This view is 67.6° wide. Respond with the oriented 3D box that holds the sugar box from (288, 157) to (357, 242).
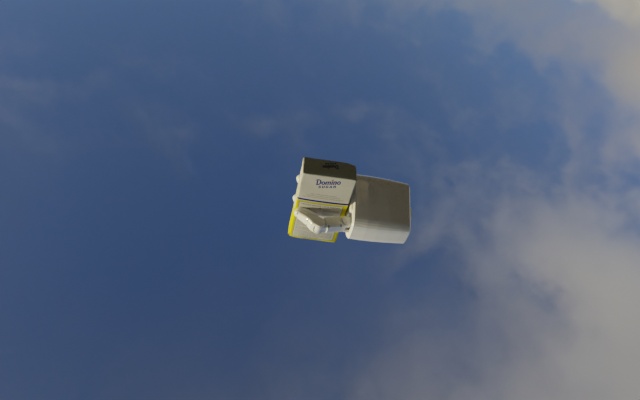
[{"bbox_3d":[0.000,0.002,0.851,0.093,0.048,0.176,8,-44,-8],"label":"sugar box"}]
